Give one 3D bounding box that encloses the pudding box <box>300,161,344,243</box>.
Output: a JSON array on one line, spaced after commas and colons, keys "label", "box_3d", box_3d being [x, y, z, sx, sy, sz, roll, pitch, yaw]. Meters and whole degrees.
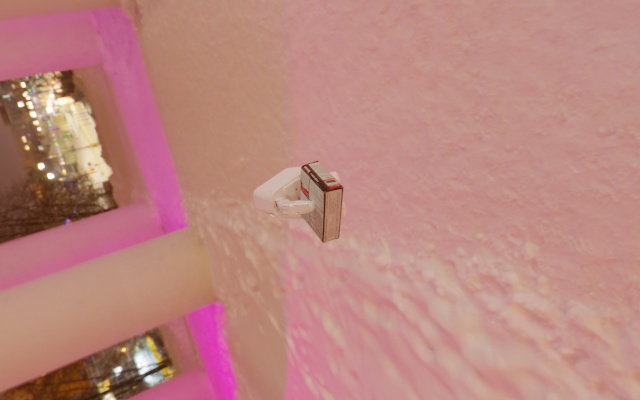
[{"label": "pudding box", "box_3d": [0.000, 0.003, 0.824, 0.039, 0.114, 0.090, -19, 42, -23]}]
